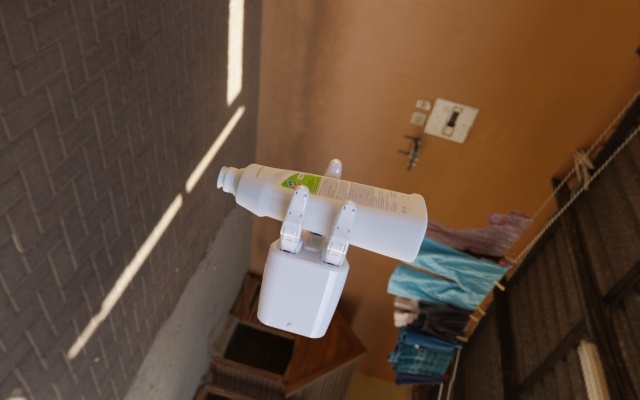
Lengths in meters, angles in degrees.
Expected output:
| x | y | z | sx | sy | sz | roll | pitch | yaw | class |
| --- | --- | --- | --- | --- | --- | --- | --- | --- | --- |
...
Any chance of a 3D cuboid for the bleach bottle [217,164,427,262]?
| x | y | z | sx | sy | sz | roll | pitch | yaw | class |
| --- | --- | --- | --- | --- | --- | --- | --- | --- | --- |
| 0.000 | 0.002 | 0.590 | 0.251 | 0.068 | 0.102 | 16 | 22 | 1 | bleach bottle |
